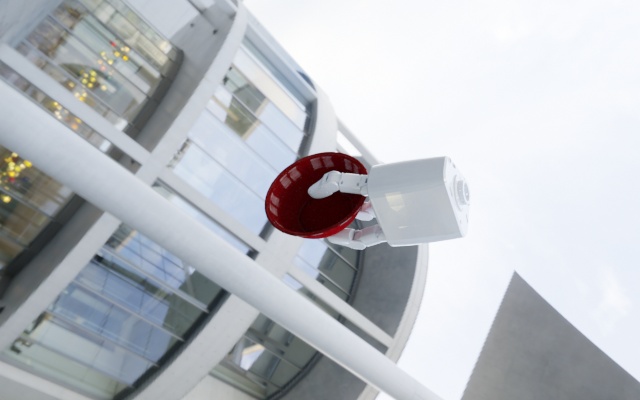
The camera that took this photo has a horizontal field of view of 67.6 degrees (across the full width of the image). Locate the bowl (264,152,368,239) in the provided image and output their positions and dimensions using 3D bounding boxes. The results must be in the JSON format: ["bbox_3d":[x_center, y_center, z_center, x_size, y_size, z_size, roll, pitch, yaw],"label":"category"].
[{"bbox_3d":[-0.001,0.002,0.718,0.162,0.162,0.055,0,-39,22],"label":"bowl"}]
